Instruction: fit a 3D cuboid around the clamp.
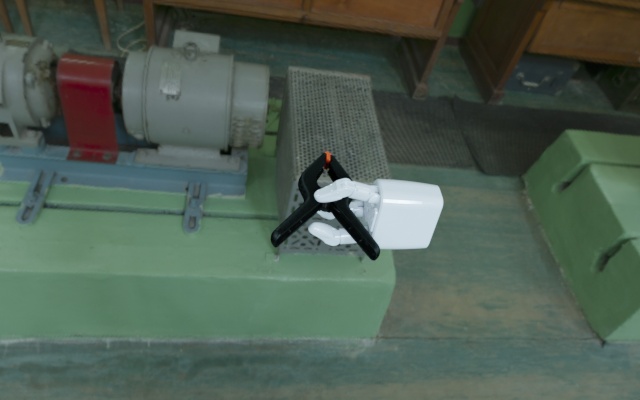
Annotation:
[{"bbox_3d":[0.000,0.002,0.760,0.164,0.209,0.036,4,-41,-14],"label":"clamp"}]
